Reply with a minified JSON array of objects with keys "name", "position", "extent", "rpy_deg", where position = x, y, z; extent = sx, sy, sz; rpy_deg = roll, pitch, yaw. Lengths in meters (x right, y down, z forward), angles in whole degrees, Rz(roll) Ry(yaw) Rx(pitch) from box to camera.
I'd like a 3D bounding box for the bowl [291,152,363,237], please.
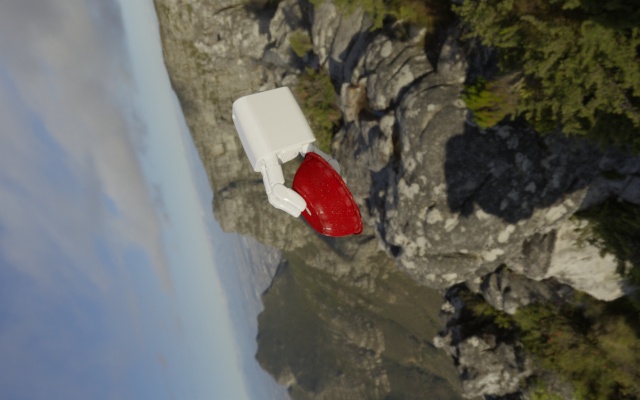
[{"name":"bowl","position":[0.001,0.004,0.783],"extent":[0.055,0.162,0.162],"rpy_deg":[-34,10,-16]}]
